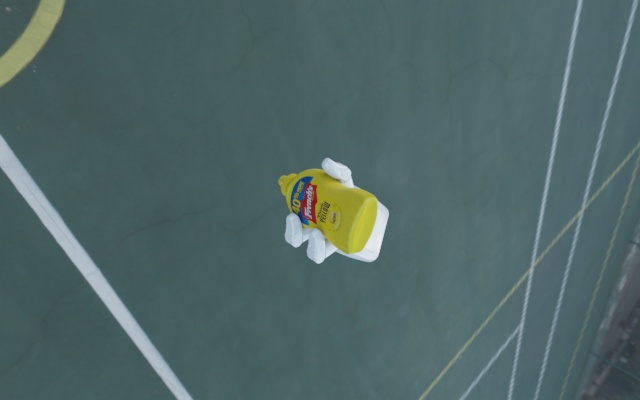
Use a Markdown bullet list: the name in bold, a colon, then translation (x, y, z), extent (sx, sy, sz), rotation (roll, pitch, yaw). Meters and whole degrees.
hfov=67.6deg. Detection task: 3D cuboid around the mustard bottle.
- **mustard bottle**: translation (0.000, 0.003, 0.764), extent (0.058, 0.096, 0.191), rotation (-8, 29, -45)
